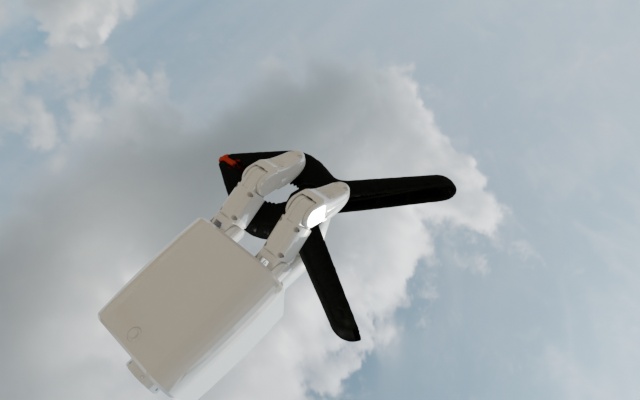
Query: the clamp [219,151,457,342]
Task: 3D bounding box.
[{"bbox_3d":[0.000,0.002,0.418,0.210,0.164,0.036,32,-27,29],"label":"clamp"}]
